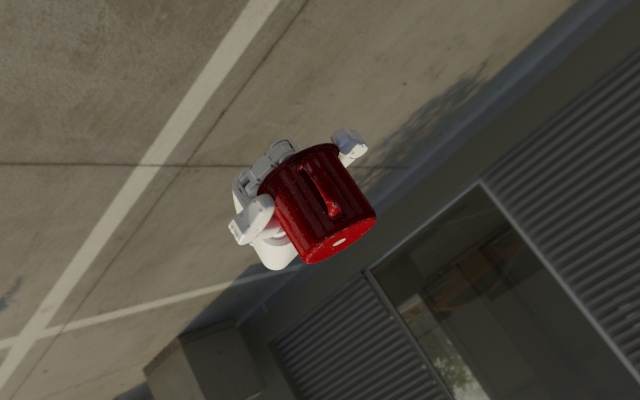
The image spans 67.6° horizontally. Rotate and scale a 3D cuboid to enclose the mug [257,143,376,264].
[{"bbox_3d":[0.000,0.001,0.442,0.093,0.081,0.117,-29,-17,-14],"label":"mug"}]
